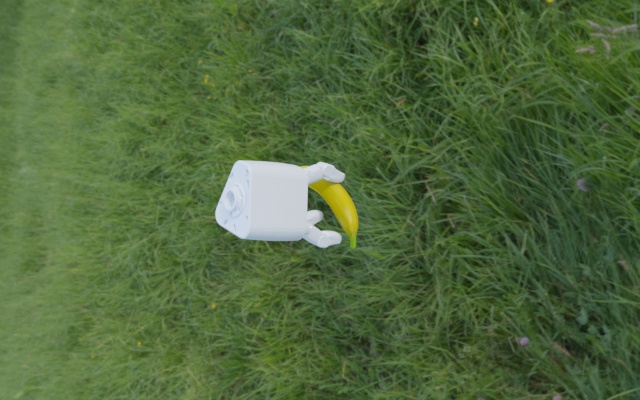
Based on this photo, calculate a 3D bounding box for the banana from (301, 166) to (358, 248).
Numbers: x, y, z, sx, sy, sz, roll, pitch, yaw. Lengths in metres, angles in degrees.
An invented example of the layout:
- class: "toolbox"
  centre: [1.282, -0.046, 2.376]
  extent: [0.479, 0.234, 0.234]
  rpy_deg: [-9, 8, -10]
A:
- class: "banana"
  centre: [0.010, -0.009, 0.821]
  extent: [0.037, 0.070, 0.197]
  rpy_deg: [-1, 42, -42]
